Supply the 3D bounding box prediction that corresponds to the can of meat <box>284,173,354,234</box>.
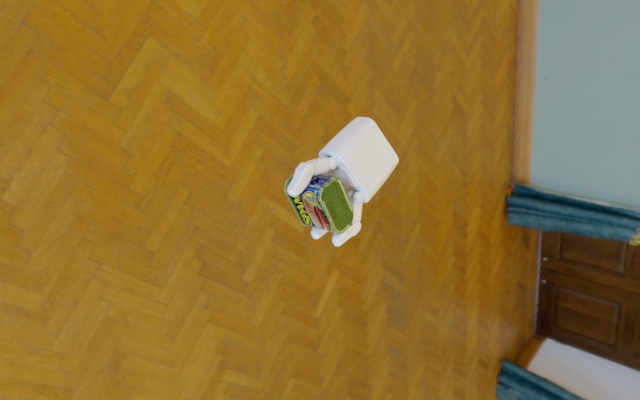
[{"bbox_3d":[0.000,0.003,0.791,0.084,0.102,0.057,14,49,44],"label":"can of meat"}]
